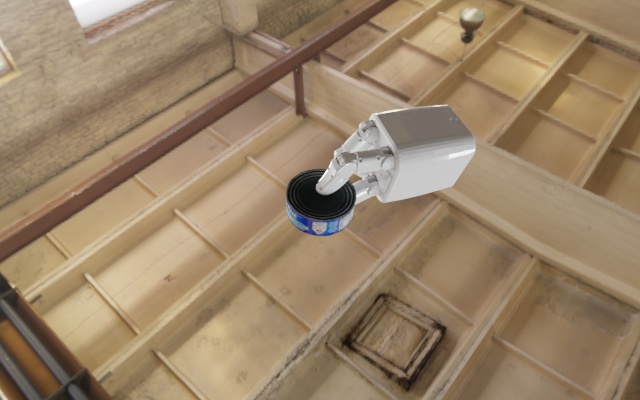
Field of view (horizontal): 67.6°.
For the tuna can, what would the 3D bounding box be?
[{"bbox_3d":[0.000,0.002,0.590,0.086,0.086,0.034,0,-42,-6],"label":"tuna can"}]
